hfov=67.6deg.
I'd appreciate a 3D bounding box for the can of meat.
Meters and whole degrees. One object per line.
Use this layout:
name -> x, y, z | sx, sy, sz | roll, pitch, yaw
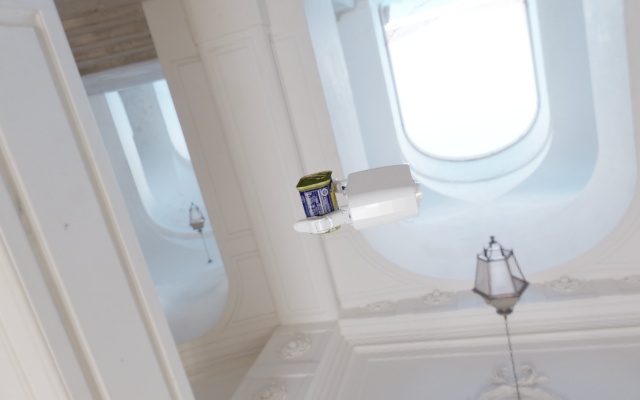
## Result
can of meat -> 0.000, 0.003, 0.800 | 0.057, 0.084, 0.102 | -13, 13, 7
